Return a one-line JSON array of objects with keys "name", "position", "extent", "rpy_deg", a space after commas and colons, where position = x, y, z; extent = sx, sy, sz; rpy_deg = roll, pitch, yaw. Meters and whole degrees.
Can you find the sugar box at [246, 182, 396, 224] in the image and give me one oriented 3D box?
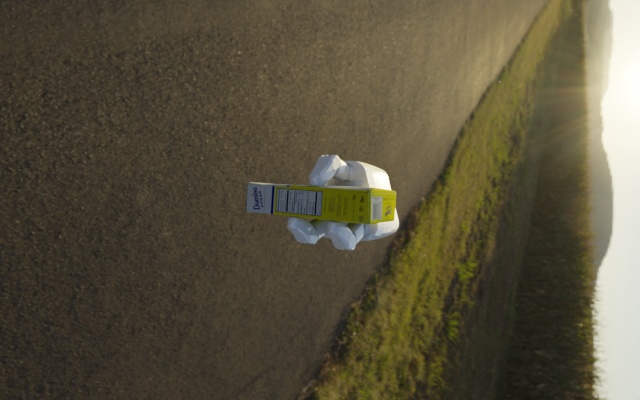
[{"name": "sugar box", "position": [0.000, 0.003, 0.625], "extent": [0.176, 0.048, 0.093], "rpy_deg": [2, 1, 28]}]
